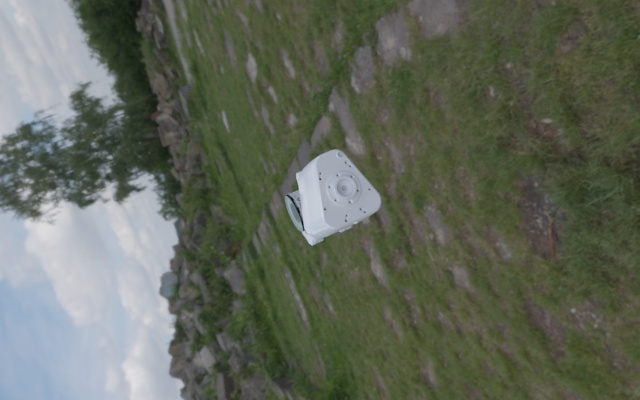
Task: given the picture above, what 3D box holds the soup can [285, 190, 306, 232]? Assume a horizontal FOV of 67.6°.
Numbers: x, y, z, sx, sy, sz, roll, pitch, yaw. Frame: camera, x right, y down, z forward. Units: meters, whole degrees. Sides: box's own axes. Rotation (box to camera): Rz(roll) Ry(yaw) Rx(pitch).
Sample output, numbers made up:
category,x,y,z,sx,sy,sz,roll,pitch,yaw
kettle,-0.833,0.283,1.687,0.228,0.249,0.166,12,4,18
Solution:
category,x,y,z,sx,sy,sz,roll,pitch,yaw
soup can,0.000,0.003,0.802,0.102,0.068,0.068,-24,7,-16
